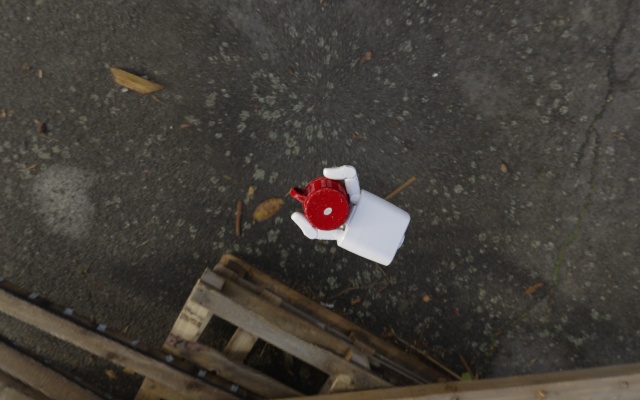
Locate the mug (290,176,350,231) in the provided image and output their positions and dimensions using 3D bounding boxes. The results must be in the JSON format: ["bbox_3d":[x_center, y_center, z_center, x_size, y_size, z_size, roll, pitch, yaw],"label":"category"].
[{"bbox_3d":[-0.001,0.002,0.879,0.117,0.093,0.081,24,11,-6],"label":"mug"}]
